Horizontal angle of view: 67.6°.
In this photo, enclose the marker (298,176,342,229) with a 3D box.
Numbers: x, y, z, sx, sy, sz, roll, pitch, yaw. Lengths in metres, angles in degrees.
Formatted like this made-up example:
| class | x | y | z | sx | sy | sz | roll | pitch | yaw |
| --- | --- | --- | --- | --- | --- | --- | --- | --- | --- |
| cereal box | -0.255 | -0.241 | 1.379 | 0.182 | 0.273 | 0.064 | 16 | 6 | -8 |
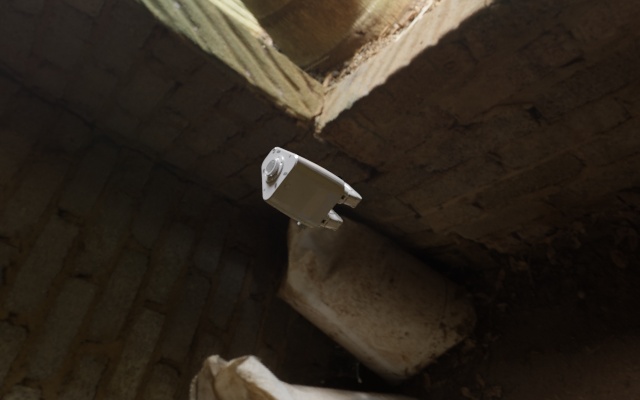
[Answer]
| class | x | y | z | sx | sy | sz | roll | pitch | yaw |
| --- | --- | --- | --- | --- | --- | --- | --- | --- | --- |
| marker | 0.000 | 0.003 | 0.889 | 0.020 | 0.121 | 0.020 | 36 | 13 | -10 |
